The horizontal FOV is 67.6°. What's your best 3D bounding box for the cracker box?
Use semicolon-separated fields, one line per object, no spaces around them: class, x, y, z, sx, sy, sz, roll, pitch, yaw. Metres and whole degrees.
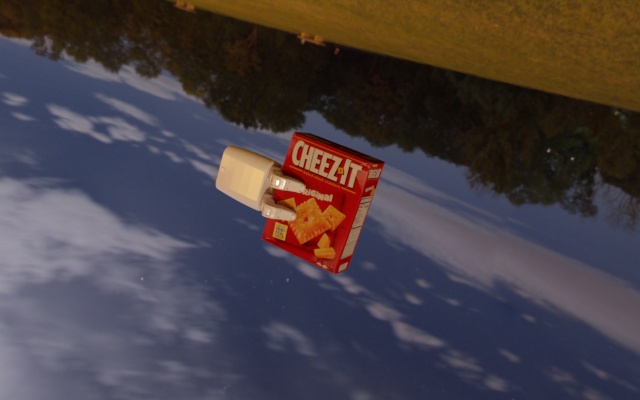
cracker box;0.000;0.003;0.866;0.164;0.214;0.072;24;15;22
